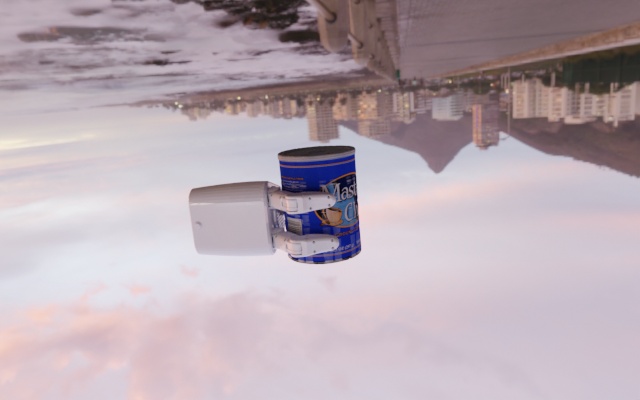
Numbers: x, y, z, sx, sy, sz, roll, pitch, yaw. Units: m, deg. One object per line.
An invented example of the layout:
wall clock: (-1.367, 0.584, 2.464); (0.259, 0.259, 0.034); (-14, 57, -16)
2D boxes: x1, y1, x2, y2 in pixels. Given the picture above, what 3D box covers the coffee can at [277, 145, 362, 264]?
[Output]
coffee can: (0.000, 0.002, 0.641); (0.103, 0.140, 0.102); (-5, 13, 1)
